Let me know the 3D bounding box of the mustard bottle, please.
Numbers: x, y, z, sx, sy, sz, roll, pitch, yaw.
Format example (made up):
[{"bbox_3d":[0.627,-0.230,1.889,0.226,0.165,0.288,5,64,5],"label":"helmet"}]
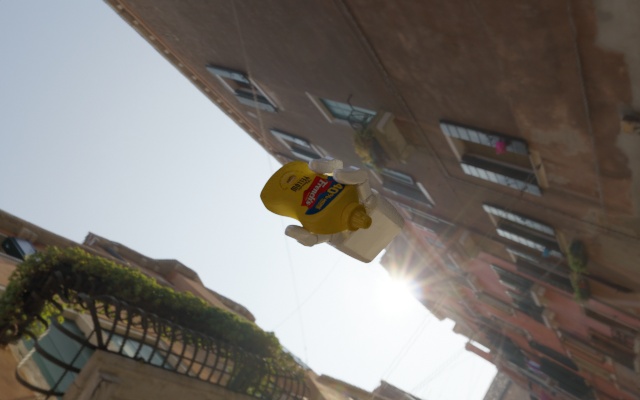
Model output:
[{"bbox_3d":[0.000,0.002,0.718,0.191,0.058,0.096,25,59,41],"label":"mustard bottle"}]
